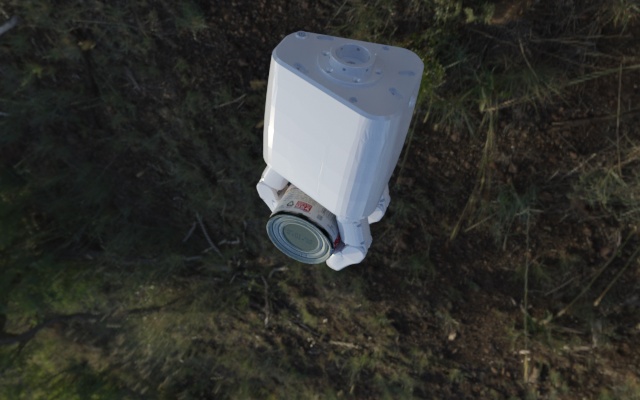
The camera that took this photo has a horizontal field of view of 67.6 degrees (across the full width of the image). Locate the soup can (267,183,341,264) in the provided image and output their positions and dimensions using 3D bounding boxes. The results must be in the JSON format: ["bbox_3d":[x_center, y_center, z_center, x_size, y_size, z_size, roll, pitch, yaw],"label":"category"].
[{"bbox_3d":[0.000,0.002,0.460,0.068,0.068,0.102,0,43,32],"label":"soup can"}]
